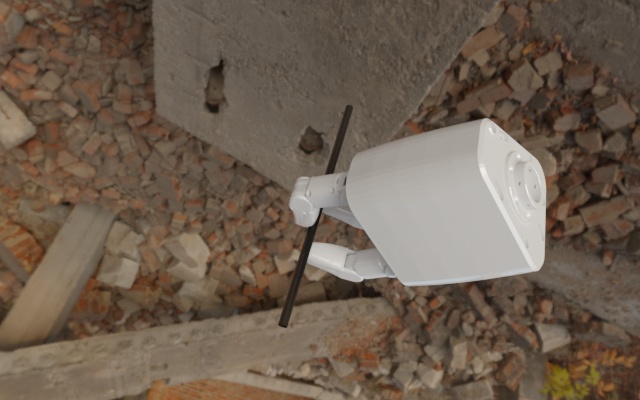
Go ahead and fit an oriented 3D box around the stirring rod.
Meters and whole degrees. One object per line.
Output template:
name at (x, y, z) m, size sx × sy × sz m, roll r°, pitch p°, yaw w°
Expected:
stirring rod at (0.000, 0.001, 0.444) m, size 0.011 × 0.239 × 0.011 m, roll 13°, pitch -30°, yaw 8°
